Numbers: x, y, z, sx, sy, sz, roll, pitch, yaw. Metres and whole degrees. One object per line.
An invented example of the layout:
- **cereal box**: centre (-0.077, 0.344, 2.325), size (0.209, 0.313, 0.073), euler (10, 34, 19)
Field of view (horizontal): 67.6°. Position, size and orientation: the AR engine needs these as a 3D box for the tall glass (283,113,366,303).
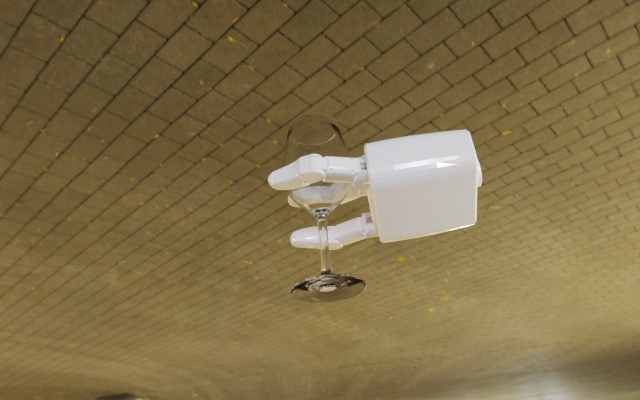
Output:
- **tall glass**: centre (0.000, 0.002, 0.515), size (0.079, 0.201, 0.079), euler (-4, -30, -3)
